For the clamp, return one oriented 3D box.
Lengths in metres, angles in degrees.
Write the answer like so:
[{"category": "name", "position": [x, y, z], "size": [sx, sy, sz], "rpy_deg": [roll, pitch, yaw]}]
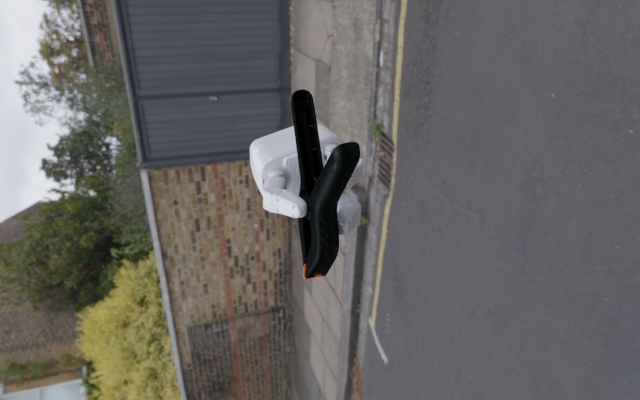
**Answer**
[{"category": "clamp", "position": [-0.001, 0.002, 0.505], "size": [0.036, 0.210, 0.164], "rpy_deg": [-6, 24, -15]}]
